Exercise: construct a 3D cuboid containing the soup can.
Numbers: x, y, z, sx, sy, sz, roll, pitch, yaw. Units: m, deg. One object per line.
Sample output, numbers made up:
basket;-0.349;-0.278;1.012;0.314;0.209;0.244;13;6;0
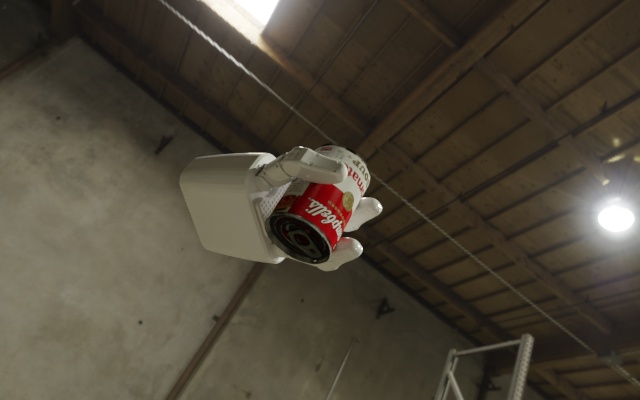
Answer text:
soup can;0.001;0.001;0.465;0.068;0.068;0.102;0;44;37
